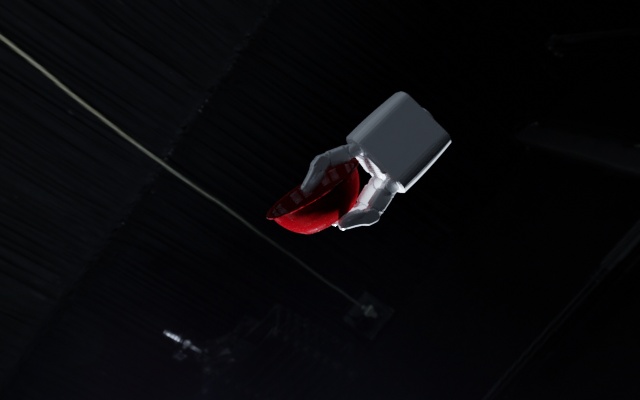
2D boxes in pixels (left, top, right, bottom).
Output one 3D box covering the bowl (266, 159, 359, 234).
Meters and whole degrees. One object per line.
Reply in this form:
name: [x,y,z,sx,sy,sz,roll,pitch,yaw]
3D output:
bowl: [-0.001,0.003,0.718,0.162,0.055,0.162,-30,12,7]
